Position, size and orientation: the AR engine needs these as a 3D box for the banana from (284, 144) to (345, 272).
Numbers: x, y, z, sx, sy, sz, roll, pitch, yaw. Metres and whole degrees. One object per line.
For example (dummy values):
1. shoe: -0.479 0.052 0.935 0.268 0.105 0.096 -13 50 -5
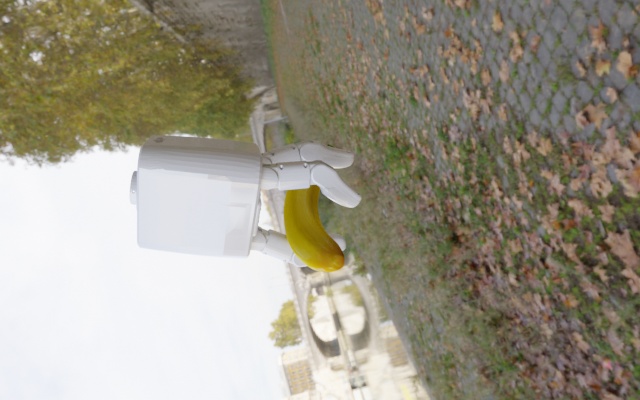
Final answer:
1. banana: -0.010 0.012 0.488 0.037 0.070 0.197 27 32 -22
